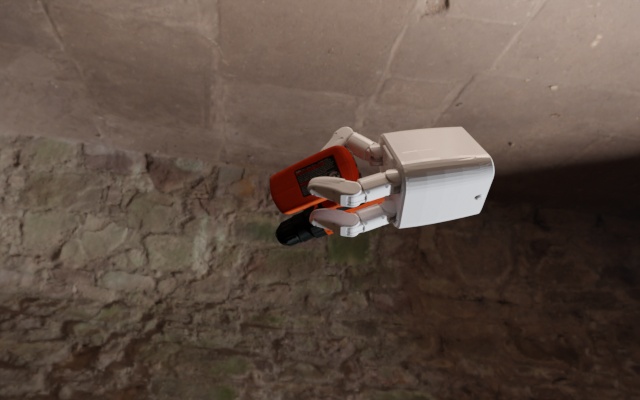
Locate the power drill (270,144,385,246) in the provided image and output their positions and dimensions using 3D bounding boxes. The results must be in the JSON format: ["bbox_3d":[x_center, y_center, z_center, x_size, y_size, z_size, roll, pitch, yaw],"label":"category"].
[{"bbox_3d":[0.000,0.002,0.635,0.184,0.057,0.188,-26,-18,8],"label":"power drill"}]
